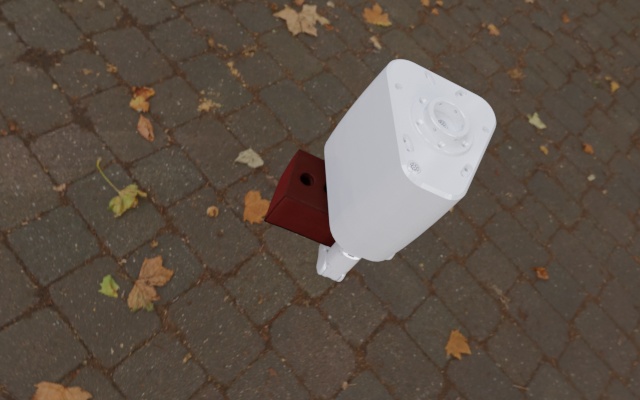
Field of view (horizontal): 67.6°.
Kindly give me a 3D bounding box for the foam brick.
[{"bbox_3d":[0.000,0.001,0.418,0.078,0.053,0.051,23,-34,-12],"label":"foam brick"}]
